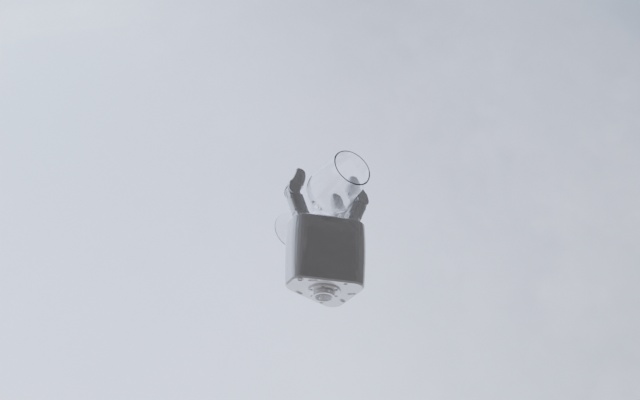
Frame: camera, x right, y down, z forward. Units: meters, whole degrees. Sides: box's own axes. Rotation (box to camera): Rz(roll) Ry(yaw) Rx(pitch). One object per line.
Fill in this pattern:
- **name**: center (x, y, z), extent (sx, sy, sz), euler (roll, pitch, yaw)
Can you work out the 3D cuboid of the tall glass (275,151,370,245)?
- **tall glass**: center (0.000, 0.003, 0.770), extent (0.079, 0.079, 0.201), euler (0, -31, -33)
